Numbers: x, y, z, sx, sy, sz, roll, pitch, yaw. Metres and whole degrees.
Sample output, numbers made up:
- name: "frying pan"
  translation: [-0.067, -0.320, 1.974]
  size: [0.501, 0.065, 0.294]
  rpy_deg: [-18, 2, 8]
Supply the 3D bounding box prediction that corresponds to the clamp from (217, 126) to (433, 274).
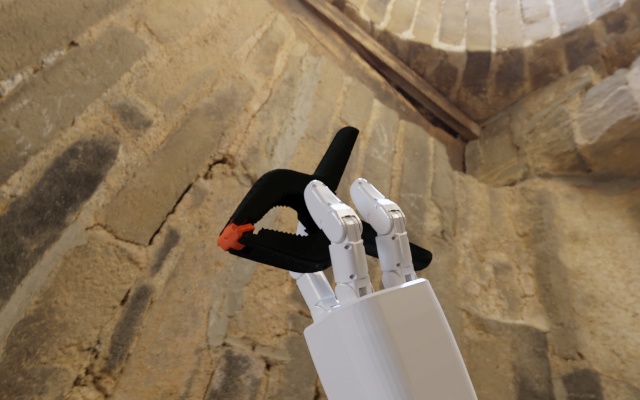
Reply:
- name: "clamp"
  translation: [-0.001, 0.002, 0.425]
  size: [0.210, 0.164, 0.036]
  rpy_deg: [-6, -27, -42]
